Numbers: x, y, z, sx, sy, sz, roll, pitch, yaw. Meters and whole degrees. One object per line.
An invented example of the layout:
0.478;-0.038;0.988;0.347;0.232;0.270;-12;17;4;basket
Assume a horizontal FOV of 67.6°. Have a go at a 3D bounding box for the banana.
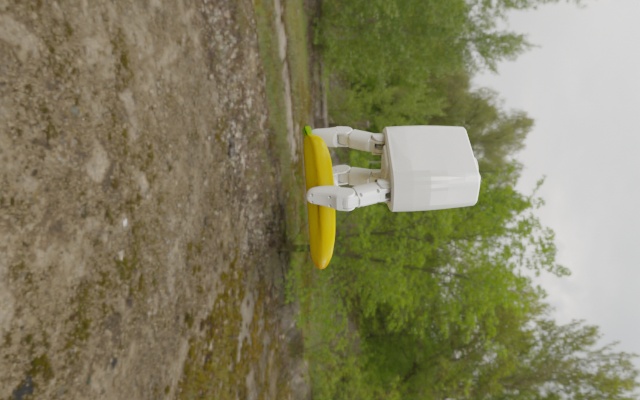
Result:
0.000;0.002;0.625;0.037;0.198;0.069;-4;9;0;banana
